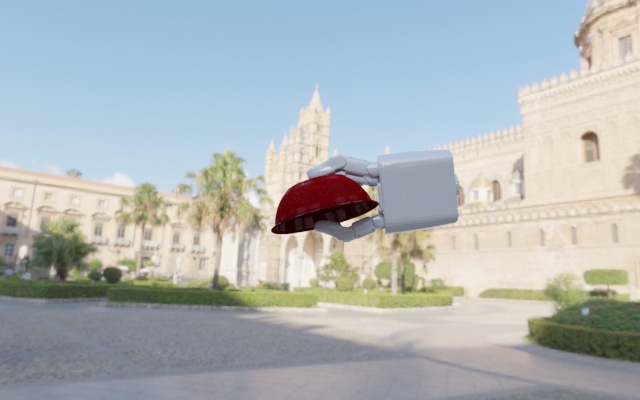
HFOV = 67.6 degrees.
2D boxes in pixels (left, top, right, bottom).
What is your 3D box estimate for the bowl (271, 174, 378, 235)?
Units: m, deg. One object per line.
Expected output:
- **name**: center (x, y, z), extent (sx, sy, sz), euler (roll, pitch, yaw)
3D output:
- **bowl**: center (-0.001, 0.002, 0.700), extent (0.162, 0.055, 0.162), euler (-15, -11, -3)
